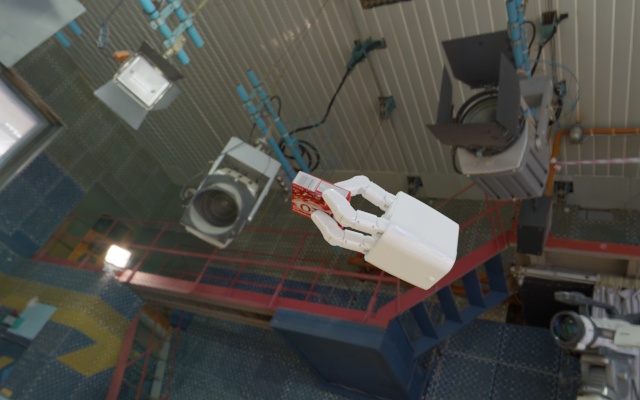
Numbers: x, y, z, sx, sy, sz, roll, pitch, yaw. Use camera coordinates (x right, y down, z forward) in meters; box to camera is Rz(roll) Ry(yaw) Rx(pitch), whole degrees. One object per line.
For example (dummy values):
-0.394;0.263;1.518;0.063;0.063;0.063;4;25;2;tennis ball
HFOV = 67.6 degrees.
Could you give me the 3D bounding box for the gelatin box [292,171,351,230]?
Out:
0.000;0.002;0.730;0.089;0.030;0.073;23;-34;13;gelatin box
